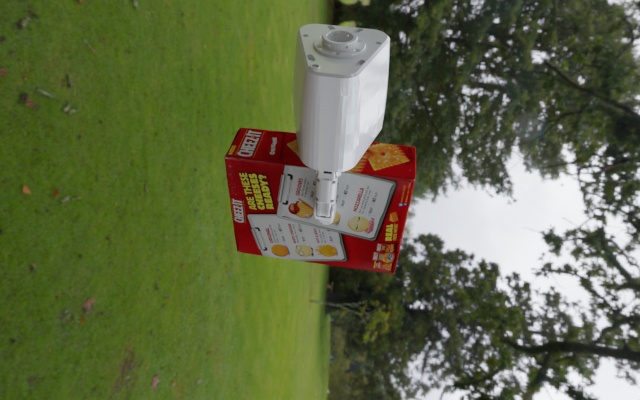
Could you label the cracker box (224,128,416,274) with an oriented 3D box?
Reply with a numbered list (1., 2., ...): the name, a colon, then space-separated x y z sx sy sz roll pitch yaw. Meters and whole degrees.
1. cracker box: 0.000 0.002 0.598 0.213 0.164 0.072 8 43 6
